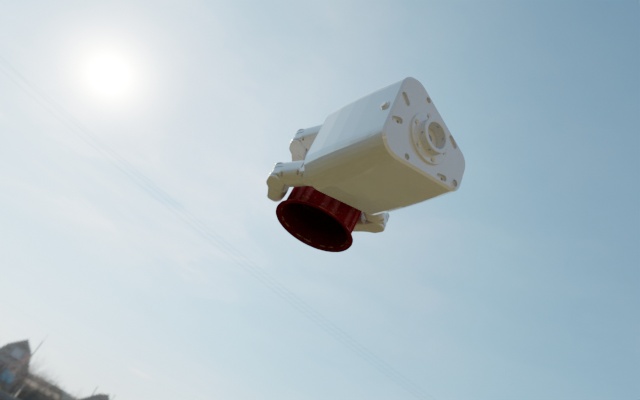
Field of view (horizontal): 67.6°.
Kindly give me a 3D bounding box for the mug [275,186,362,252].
[{"bbox_3d":[-0.001,0.002,0.556,0.093,0.081,0.117,44,-35,-25],"label":"mug"}]
